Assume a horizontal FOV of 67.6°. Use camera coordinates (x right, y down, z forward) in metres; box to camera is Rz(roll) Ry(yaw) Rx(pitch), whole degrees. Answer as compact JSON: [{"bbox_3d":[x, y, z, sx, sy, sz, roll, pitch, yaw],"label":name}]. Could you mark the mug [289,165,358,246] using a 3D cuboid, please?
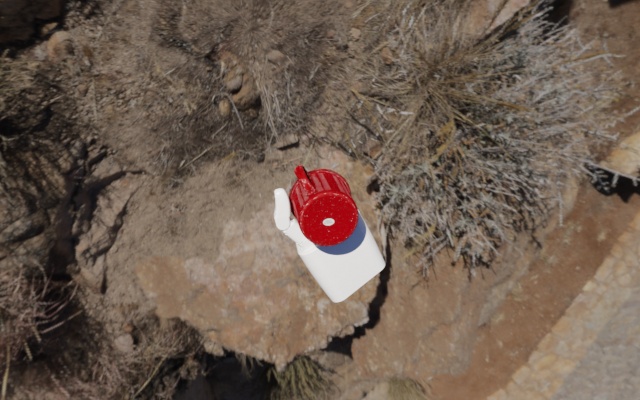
[{"bbox_3d":[0.000,0.001,0.658,0.093,0.117,0.081,-30,23,3],"label":"mug"}]
